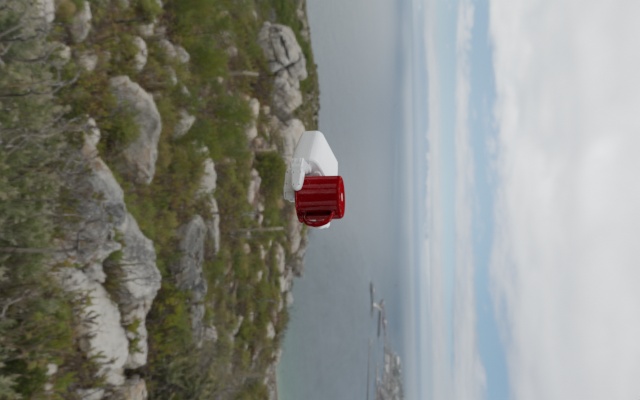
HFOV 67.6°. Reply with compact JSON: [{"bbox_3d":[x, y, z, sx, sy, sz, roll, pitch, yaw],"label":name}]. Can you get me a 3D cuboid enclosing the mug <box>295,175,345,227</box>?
[{"bbox_3d":[0.000,0.004,0.884,0.081,0.093,0.117,-2,41,10],"label":"mug"}]
